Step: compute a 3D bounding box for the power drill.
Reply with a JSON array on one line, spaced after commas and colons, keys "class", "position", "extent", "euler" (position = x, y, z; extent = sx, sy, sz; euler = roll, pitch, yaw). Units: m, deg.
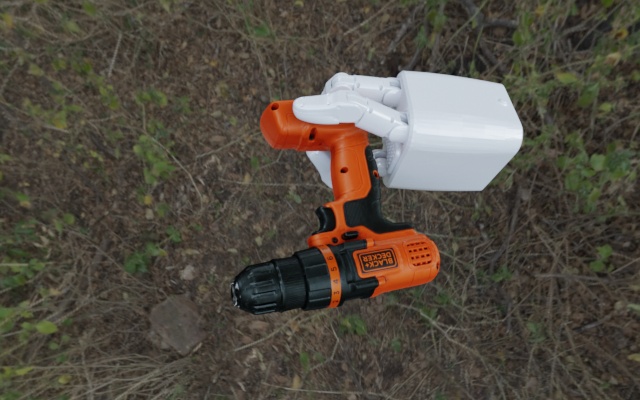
[{"class": "power drill", "position": [0.000, 0.001, 0.428], "extent": [0.184, 0.187, 0.057], "euler": [-6, -20, -21]}]
